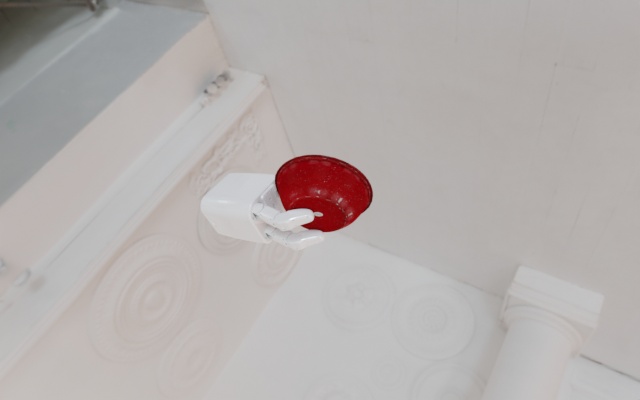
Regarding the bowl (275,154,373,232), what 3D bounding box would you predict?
[{"bbox_3d":[0.001,0.003,0.754,0.162,0.055,0.162,8,-38,6],"label":"bowl"}]
